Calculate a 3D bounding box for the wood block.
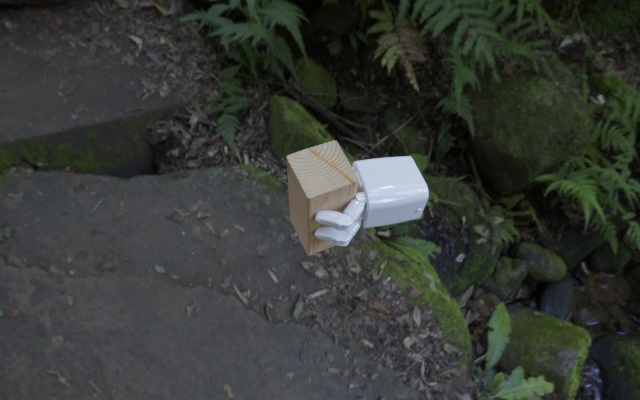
[{"bbox_3d":[0.000,0.002,0.837,0.090,0.090,0.206,-20,-29,-13],"label":"wood block"}]
